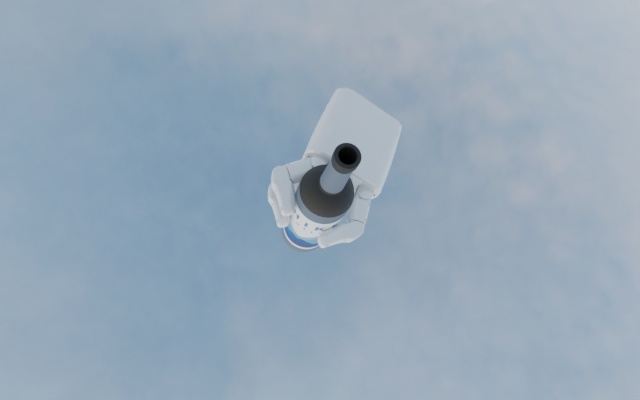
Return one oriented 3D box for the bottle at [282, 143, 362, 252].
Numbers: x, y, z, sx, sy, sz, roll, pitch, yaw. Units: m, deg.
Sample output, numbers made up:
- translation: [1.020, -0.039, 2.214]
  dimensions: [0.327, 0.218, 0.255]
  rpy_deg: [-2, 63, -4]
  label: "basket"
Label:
- translation: [0.000, 0.002, 0.592]
  dimensions: [0.069, 0.069, 0.296]
  rpy_deg: [0, -18, -11]
  label: "bottle"
